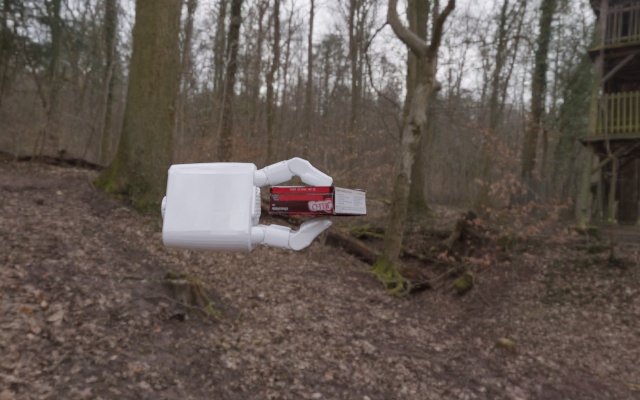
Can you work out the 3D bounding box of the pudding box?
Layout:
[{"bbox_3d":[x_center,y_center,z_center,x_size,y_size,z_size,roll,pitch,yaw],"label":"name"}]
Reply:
[{"bbox_3d":[0.000,0.002,0.612,0.090,0.039,0.113,1,0,26],"label":"pudding box"}]
